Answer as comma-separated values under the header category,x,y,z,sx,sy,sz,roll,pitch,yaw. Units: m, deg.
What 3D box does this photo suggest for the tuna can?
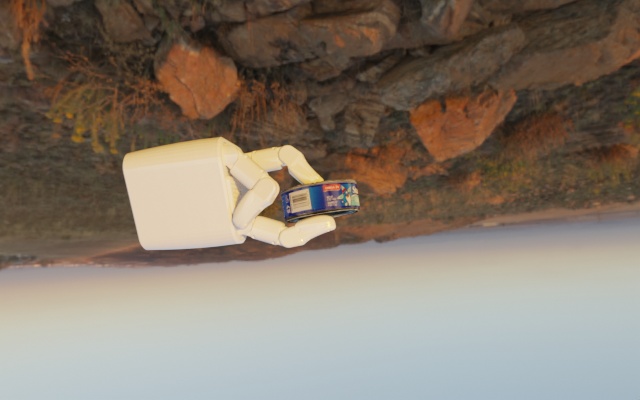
category,x,y,z,sx,sy,sz,roll,pitch,yaw
tuna can,0.000,0.002,0.530,0.086,0.033,0.086,-9,-7,-1
